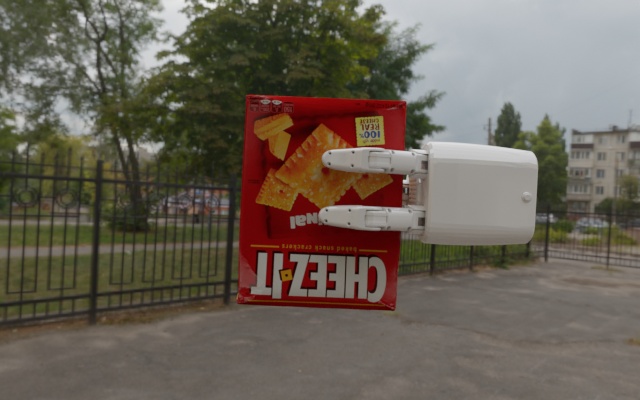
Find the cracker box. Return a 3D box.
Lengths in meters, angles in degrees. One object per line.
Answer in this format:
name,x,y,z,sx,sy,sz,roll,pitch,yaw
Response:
cracker box,0.000,0.001,0.501,0.164,0.213,0.072,3,1,-2
